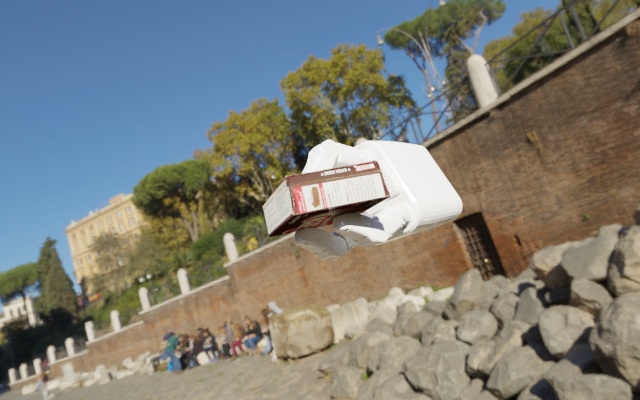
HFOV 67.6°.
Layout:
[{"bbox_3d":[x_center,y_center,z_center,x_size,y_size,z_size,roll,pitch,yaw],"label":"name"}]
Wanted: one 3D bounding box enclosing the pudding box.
[{"bbox_3d":[0.000,0.001,0.449,0.090,0.039,0.113,-12,-12,-19],"label":"pudding box"}]
